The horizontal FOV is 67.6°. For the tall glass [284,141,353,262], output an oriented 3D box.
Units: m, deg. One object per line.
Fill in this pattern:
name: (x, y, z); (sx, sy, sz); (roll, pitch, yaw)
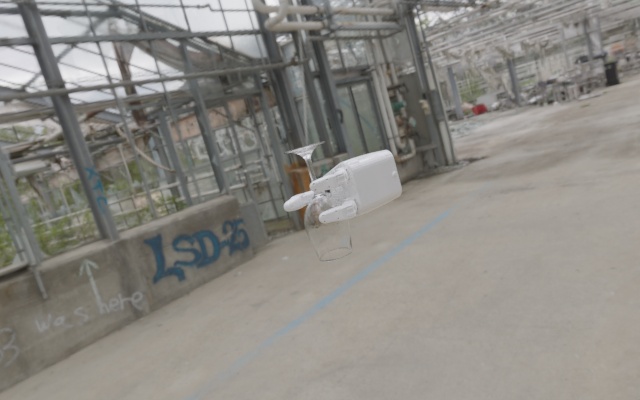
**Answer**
tall glass: (0.000, 0.002, 0.833); (0.079, 0.201, 0.079); (-16, 8, 2)
